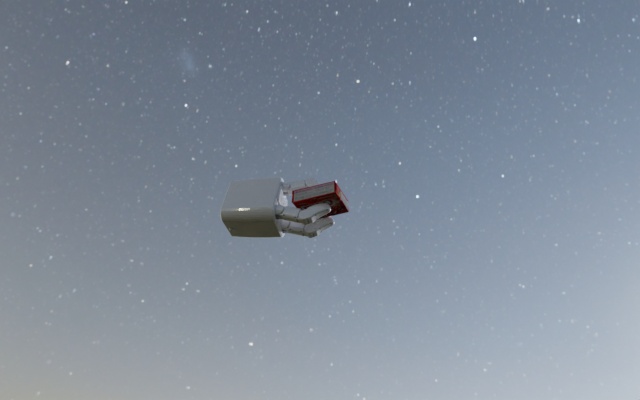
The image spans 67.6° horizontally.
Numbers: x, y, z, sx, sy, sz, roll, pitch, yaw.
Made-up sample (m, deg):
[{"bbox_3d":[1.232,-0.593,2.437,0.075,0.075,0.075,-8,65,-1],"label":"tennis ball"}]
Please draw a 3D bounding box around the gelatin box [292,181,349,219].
[{"bbox_3d":[0.000,0.002,0.897,0.089,0.030,0.073,-13,-36,17],"label":"gelatin box"}]
